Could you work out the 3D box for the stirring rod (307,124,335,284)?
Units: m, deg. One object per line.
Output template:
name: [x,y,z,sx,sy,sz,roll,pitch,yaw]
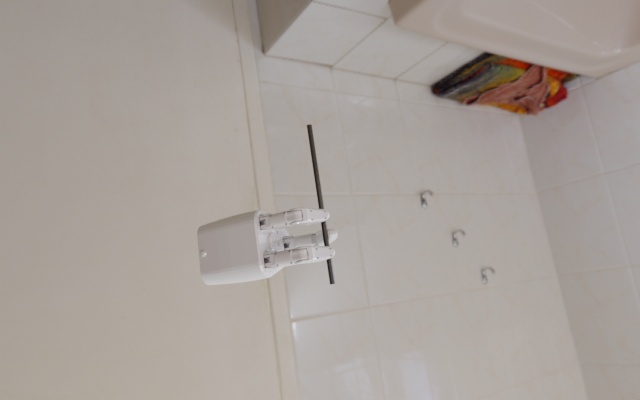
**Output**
stirring rod: [0.000,0.002,0.703,0.011,0.239,0.011,-8,-11,-2]
